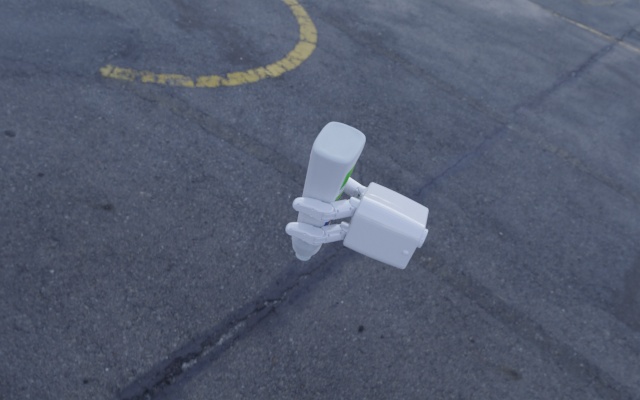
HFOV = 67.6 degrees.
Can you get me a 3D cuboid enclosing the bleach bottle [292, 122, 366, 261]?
[{"bbox_3d":[0.000,0.003,0.781,0.068,0.251,0.102,24,42,7],"label":"bleach bottle"}]
